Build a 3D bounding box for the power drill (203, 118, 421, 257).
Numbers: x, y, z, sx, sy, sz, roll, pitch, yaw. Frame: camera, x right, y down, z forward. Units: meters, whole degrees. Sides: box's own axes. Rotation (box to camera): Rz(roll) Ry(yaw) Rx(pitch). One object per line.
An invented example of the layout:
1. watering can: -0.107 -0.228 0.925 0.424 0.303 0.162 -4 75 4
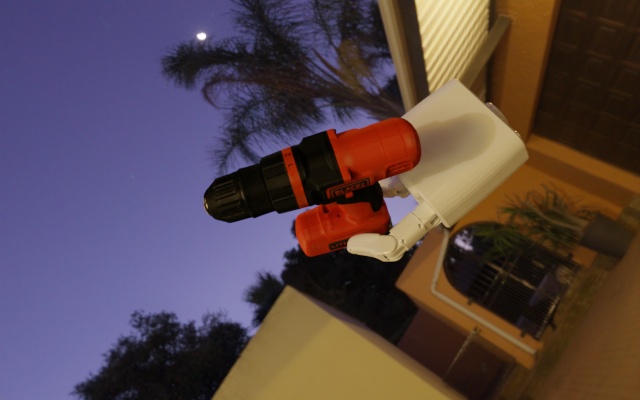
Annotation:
1. power drill: 0.000 0.002 0.458 0.184 0.057 0.188 -16 -20 0
